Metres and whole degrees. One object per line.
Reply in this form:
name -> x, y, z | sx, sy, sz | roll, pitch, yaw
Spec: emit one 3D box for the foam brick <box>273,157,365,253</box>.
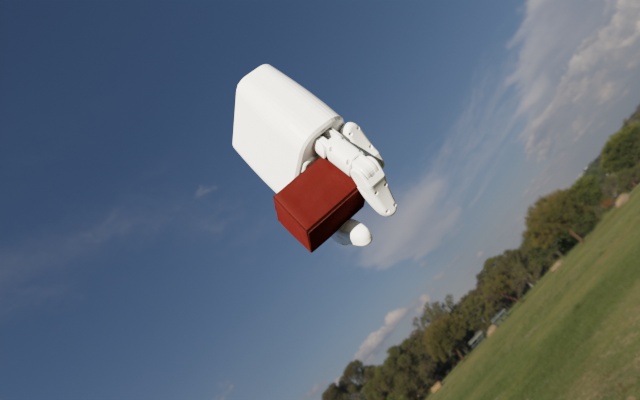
foam brick -> 0.000, 0.002, 0.465 | 0.078, 0.051, 0.053 | -41, -22, -19
